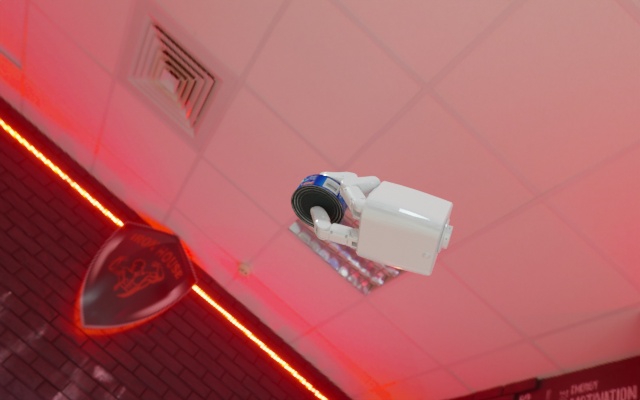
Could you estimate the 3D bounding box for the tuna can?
[{"bbox_3d":[0.000,0.002,0.734,0.086,0.086,0.033,0,37,27],"label":"tuna can"}]
